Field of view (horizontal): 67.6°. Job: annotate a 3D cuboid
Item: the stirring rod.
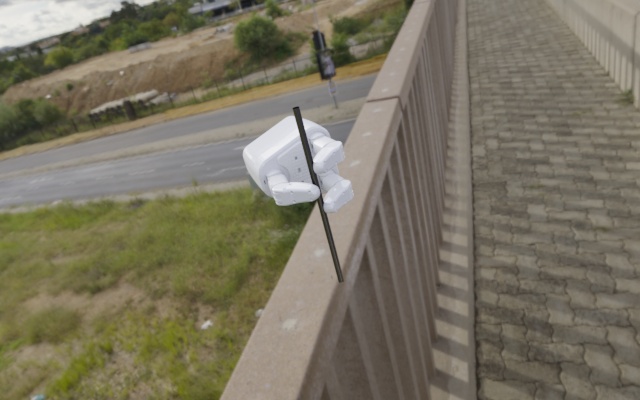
[{"bbox_3d":[0.000,0.002,0.582,0.011,0.240,0.011,-12,26,6],"label":"stirring rod"}]
